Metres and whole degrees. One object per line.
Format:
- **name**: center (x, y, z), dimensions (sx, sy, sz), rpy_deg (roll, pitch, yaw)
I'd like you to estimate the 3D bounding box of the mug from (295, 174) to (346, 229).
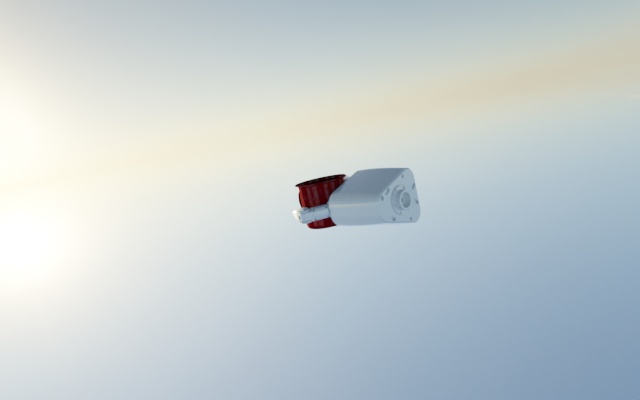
- **mug**: center (-0.001, 0.003, 0.860), dimensions (0.093, 0.081, 0.117), rpy_deg (-19, 11, -41)
